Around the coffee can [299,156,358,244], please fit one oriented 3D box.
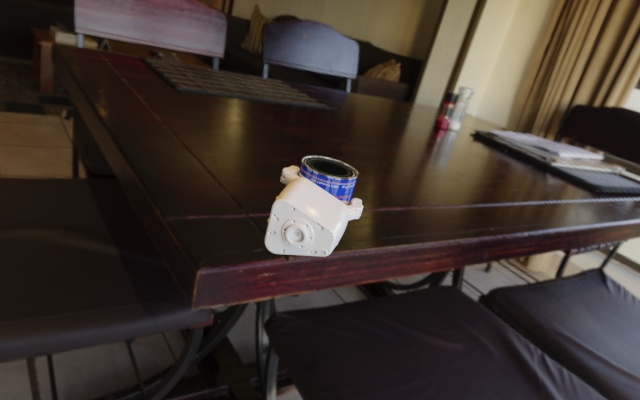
[{"bbox_3d":[0.000,0.003,0.861,0.103,0.140,0.102,13,22,-5],"label":"coffee can"}]
